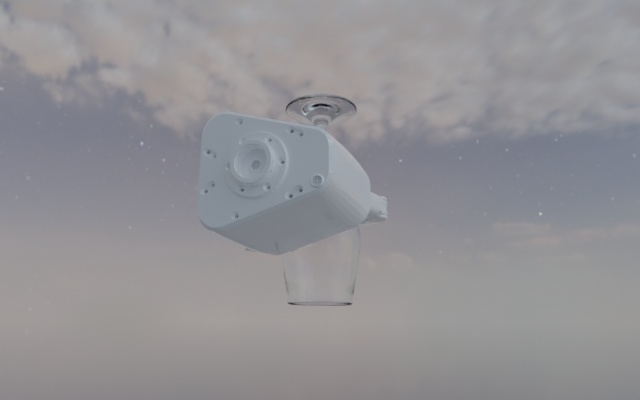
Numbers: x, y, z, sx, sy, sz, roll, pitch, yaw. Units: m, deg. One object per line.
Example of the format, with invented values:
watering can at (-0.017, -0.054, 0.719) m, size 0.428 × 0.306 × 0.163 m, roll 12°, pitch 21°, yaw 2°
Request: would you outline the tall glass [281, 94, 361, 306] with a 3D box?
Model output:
tall glass at (0.000, 0.001, 0.475) m, size 0.079 × 0.201 × 0.079 m, roll 0°, pitch -14°, yaw 0°
